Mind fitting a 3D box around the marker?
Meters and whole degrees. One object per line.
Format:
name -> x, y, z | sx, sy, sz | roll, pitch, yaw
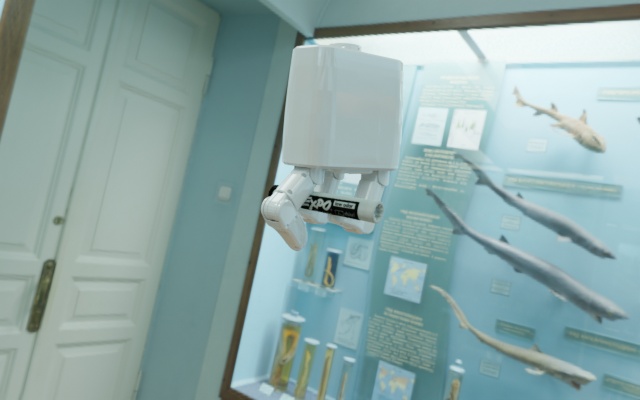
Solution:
marker -> 0.000, 0.001, 0.428 | 0.121, 0.020, 0.020 | 10, 6, 36
